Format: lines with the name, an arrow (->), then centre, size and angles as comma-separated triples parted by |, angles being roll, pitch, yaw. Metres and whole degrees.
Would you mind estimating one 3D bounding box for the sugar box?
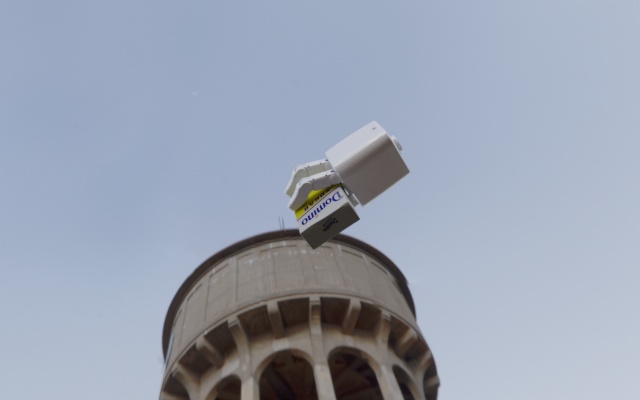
sugar box -> 0.000, 0.002, 0.818 | 0.093, 0.048, 0.176 | -34, 25, 6
